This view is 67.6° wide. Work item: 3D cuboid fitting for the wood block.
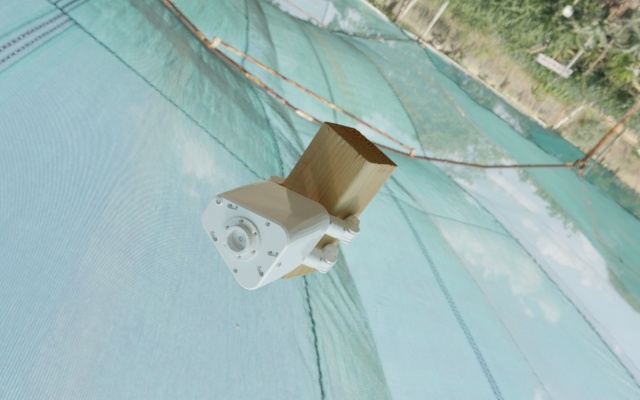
[{"bbox_3d":[0.000,0.002,0.671,0.090,0.206,0.090,46,24,23],"label":"wood block"}]
